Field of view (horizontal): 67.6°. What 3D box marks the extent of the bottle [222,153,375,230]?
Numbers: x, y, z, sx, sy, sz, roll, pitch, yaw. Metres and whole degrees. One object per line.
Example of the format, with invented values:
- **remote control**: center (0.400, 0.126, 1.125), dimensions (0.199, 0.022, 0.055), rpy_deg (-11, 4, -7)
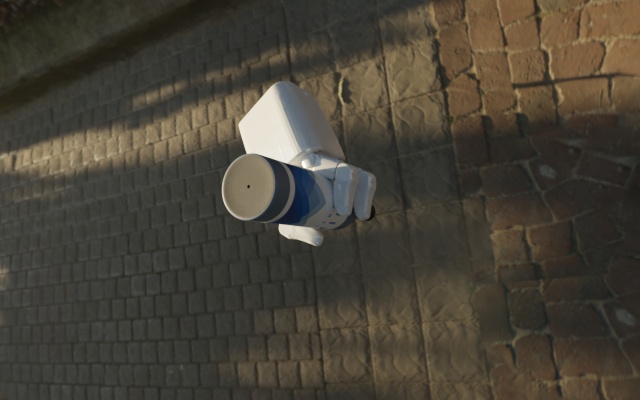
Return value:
- **bottle**: center (0.000, 0.002, 0.593), dimensions (0.069, 0.069, 0.296), rpy_deg (0, -6, 29)
